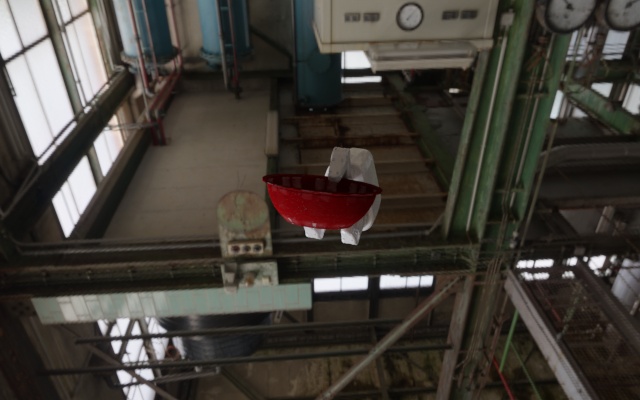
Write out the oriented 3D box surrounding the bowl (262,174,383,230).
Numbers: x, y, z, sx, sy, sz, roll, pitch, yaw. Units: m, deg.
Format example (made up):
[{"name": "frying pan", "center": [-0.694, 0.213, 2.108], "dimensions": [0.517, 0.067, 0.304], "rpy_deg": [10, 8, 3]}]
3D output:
[{"name": "bowl", "center": [-0.001, 0.003, 0.640], "dimensions": [0.162, 0.055, 0.162], "rpy_deg": [6, 9, -1]}]
